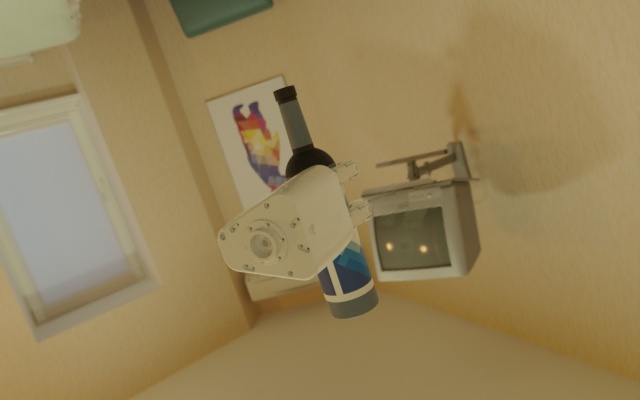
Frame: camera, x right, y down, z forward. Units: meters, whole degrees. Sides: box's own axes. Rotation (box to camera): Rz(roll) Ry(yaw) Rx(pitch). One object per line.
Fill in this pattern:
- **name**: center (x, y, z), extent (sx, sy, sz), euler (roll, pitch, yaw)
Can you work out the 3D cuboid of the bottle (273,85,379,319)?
- **bottle**: center (0.000, 0.002, 0.604), extent (0.069, 0.296, 0.069), euler (-18, 10, 3)
